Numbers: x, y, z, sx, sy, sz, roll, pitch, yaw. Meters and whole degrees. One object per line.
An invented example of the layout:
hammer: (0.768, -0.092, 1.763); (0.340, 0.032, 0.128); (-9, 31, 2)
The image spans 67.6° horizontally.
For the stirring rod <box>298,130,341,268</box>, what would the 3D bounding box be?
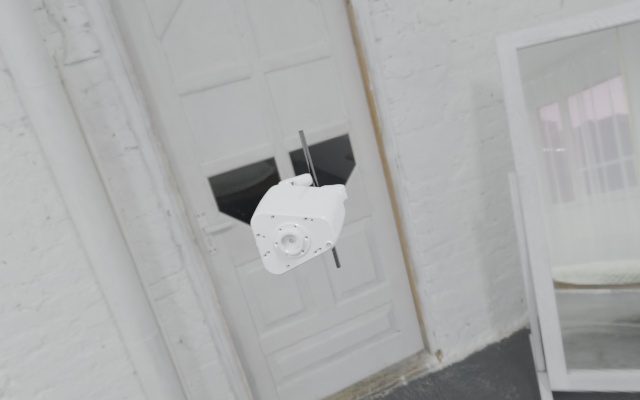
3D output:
stirring rod: (0.000, 0.003, 0.779); (0.011, 0.239, 0.011); (-14, 17, 4)
